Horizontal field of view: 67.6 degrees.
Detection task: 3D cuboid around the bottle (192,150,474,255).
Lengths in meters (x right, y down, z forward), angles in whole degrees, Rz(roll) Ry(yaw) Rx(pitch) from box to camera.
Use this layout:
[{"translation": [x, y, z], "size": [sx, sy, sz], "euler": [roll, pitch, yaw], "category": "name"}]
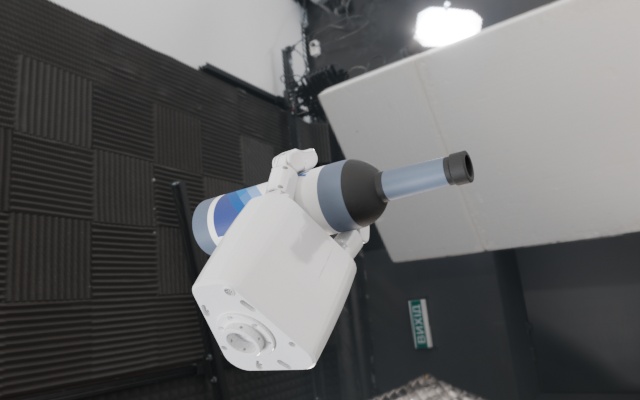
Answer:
[{"translation": [0.000, 0.002, 0.468], "size": [0.296, 0.069, 0.069], "euler": [-14, -7, 32], "category": "bottle"}]
